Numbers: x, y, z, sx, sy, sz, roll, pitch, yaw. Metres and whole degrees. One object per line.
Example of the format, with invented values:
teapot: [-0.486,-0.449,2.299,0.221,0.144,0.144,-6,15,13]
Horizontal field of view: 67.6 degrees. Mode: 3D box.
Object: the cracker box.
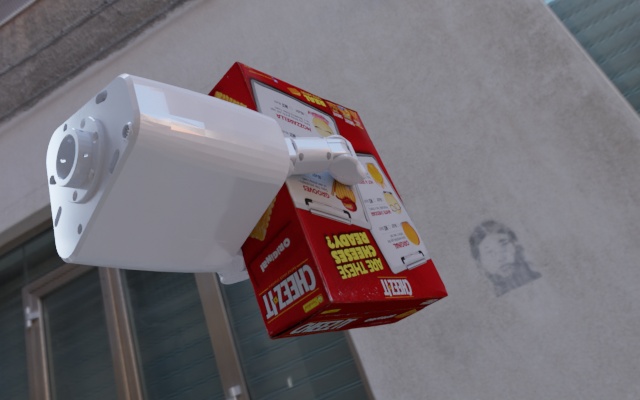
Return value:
cracker box: [0.000,0.001,0.412,0.072,0.213,0.164,-38,-30,30]
